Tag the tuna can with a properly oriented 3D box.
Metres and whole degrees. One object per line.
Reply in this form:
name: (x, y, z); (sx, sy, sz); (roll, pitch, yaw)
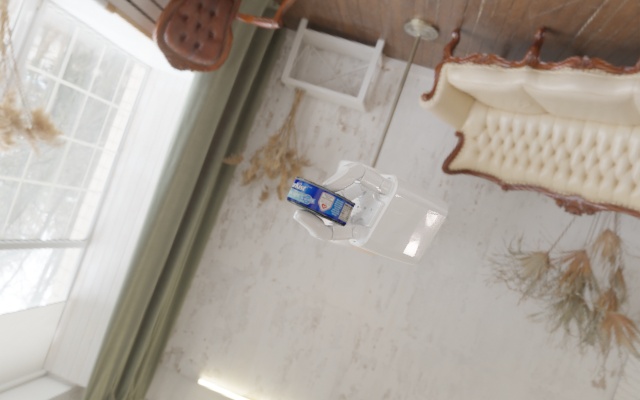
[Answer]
tuna can: (0.000, 0.003, 0.619); (0.086, 0.034, 0.086); (25, -3, 1)
